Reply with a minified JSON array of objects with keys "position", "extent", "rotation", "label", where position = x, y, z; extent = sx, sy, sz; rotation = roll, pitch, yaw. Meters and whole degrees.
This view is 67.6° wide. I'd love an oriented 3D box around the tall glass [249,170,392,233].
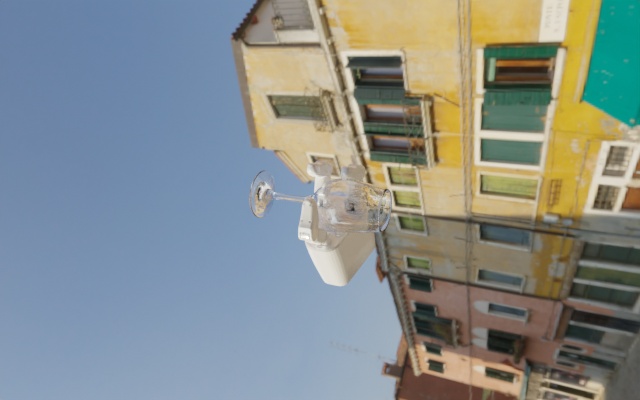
[{"position":[-0.001,0.002,0.703],"extent":[0.201,0.079,0.079],"rotation":[7,3,24],"label":"tall glass"}]
